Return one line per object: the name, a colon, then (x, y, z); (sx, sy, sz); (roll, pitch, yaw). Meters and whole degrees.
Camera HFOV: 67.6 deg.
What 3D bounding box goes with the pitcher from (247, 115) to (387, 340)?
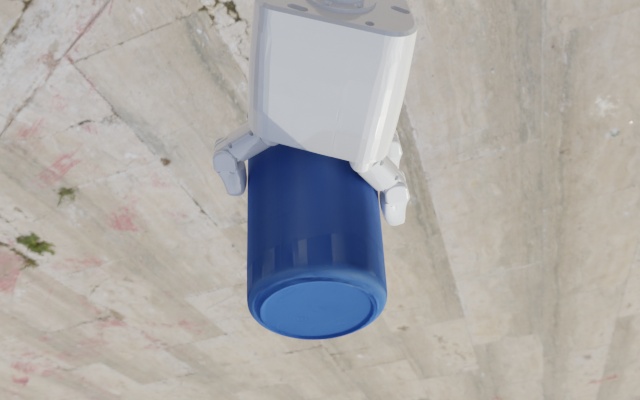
pitcher: (0.000, 0.001, 0.447); (0.149, 0.242, 0.145); (3, -43, -7)
